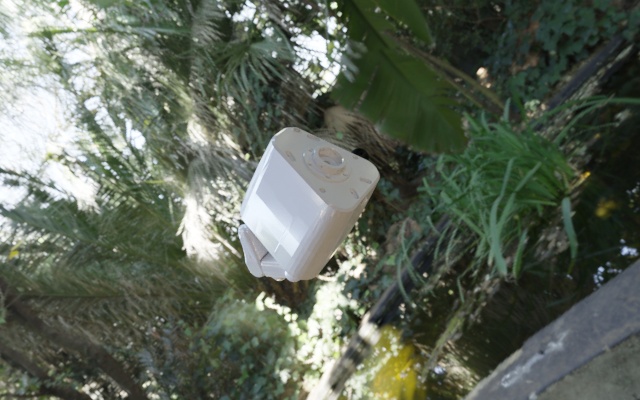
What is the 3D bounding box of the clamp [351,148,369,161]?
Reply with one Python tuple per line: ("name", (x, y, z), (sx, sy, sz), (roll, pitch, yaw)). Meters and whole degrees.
("clamp", (-0.001, 0.002, 0.595), (0.039, 0.120, 0.171), (34, 40, 10))
